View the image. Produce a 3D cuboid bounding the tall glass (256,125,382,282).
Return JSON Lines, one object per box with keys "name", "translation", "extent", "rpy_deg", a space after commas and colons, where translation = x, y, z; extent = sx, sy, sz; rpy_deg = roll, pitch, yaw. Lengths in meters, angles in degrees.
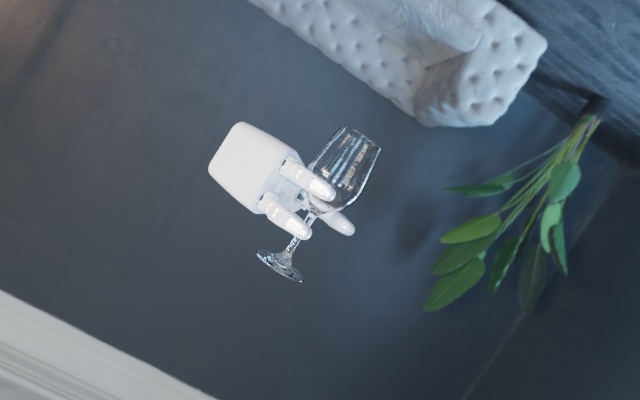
{"name": "tall glass", "translation": [0.000, 0.003, 0.622], "extent": [0.079, 0.201, 0.079], "rpy_deg": [33, 3, -2]}
